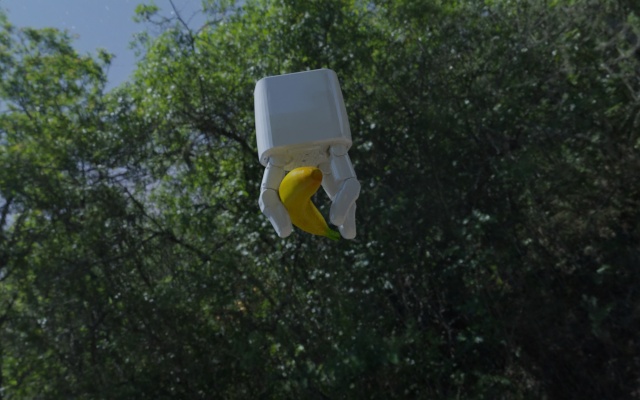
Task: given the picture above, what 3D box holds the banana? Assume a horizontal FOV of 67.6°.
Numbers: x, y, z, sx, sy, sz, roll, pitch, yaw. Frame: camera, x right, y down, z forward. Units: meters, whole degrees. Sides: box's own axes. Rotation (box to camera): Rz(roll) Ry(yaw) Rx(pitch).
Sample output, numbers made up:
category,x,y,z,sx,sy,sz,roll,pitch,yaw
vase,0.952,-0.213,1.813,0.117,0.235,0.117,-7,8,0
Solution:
category,x,y,z,sx,sy,sz,roll,pitch,yaw
banana,-0.018,0.001,0.583,0.069,0.037,0.198,6,-21,12
